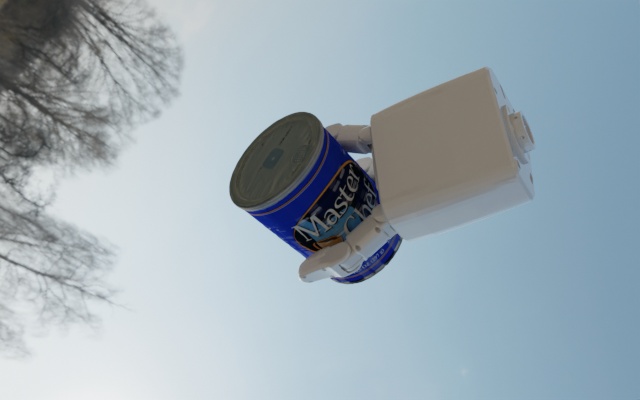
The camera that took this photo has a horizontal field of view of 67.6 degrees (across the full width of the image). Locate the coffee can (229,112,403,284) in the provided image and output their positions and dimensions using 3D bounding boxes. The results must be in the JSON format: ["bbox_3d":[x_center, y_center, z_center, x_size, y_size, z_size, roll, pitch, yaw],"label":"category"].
[{"bbox_3d":[0.000,0.001,0.449,0.103,0.102,0.140,0,-33,46],"label":"coffee can"}]
